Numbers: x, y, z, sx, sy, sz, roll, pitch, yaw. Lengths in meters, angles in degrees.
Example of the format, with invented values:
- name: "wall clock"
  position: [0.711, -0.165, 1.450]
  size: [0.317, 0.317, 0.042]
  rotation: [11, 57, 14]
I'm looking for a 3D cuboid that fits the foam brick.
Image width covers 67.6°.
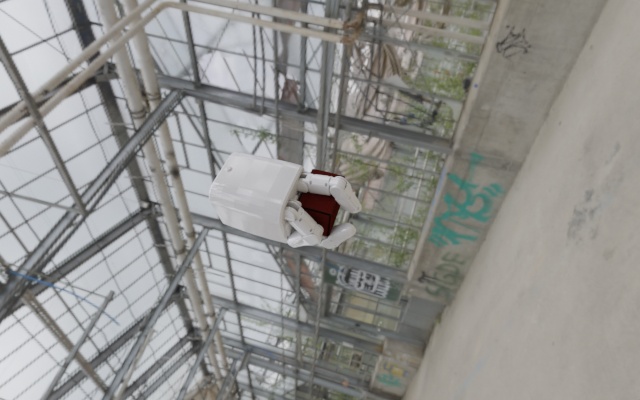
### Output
- name: "foam brick"
  position: [0.000, 0.002, 0.685]
  size: [0.051, 0.078, 0.053]
  rotation: [14, -41, 10]
